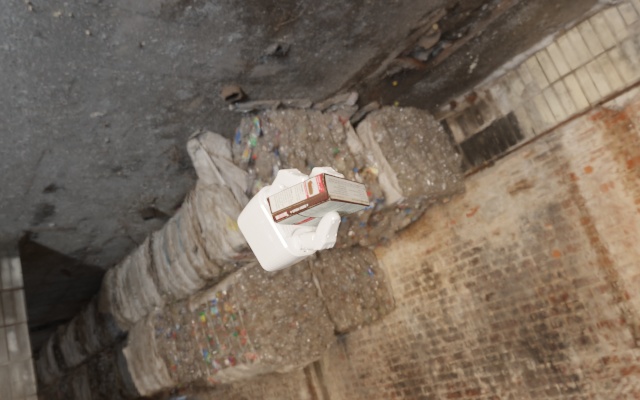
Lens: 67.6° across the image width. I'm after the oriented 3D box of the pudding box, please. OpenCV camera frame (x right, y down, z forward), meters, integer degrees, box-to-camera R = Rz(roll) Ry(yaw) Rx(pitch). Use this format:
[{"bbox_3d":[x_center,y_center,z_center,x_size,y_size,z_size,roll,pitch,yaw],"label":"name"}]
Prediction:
[{"bbox_3d":[0.000,0.002,0.622,0.090,0.039,0.113,-24,-15,27],"label":"pudding box"}]
